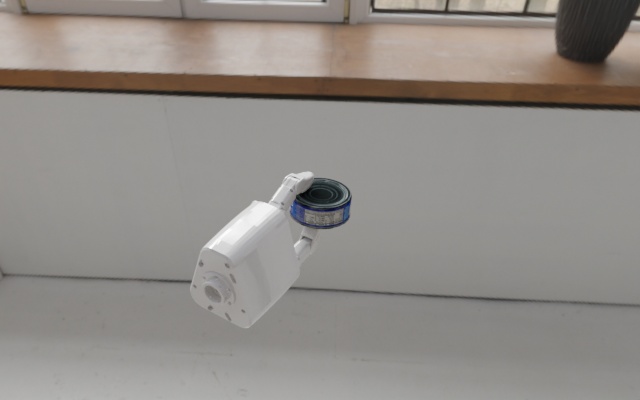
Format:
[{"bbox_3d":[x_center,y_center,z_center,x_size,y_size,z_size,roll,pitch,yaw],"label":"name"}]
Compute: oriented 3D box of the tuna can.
[{"bbox_3d":[0.000,0.002,0.659,0.086,0.034,0.086,3,31,-2],"label":"tuna can"}]
